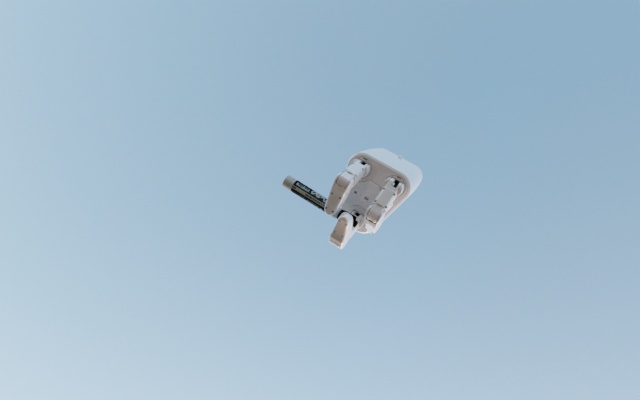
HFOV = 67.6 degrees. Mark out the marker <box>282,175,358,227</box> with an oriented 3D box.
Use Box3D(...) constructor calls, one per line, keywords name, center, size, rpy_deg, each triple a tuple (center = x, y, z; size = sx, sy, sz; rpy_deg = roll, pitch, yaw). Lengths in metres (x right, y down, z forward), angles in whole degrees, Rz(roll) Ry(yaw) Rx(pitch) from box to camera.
Box3D(name="marker", center=(0.000, 0.002, 0.670), size=(0.121, 0.020, 0.020), rpy_deg=(32, 9, 14))
